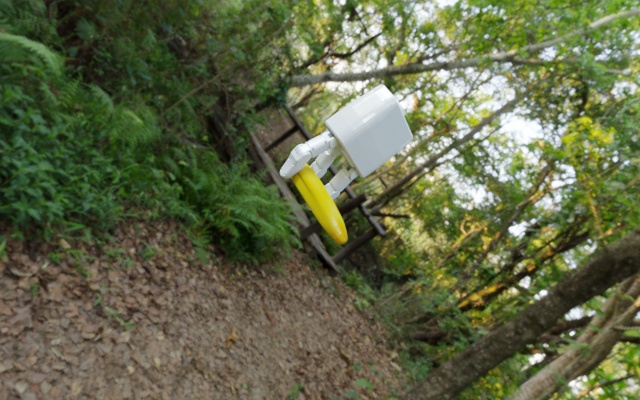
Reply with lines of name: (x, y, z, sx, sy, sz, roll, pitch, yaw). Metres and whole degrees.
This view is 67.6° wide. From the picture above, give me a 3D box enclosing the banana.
banana: (-0.009, -0.011, 0.733, 0.037, 0.070, 0.197, -34, 38, 0)
